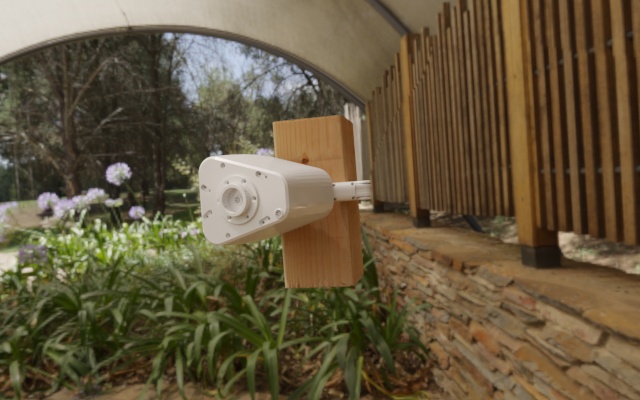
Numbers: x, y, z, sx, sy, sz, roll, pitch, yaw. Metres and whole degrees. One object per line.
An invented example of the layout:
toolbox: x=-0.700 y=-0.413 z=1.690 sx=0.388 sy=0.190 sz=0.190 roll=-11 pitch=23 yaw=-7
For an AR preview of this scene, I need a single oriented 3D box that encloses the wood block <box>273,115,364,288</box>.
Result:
wood block: x=0.000 y=0.002 z=0.620 sx=0.091 sy=0.206 sz=0.090 roll=-4 pitch=2 yaw=13
